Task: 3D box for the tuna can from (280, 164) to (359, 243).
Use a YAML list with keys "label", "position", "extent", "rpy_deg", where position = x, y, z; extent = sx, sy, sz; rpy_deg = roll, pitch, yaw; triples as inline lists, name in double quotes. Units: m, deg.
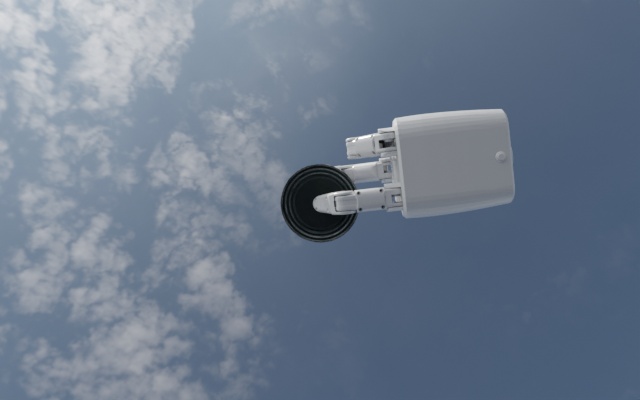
- label: "tuna can"
  position: [0.000, 0.002, 0.533]
  extent: [0.086, 0.086, 0.033]
  rpy_deg: [0, 6, 2]
